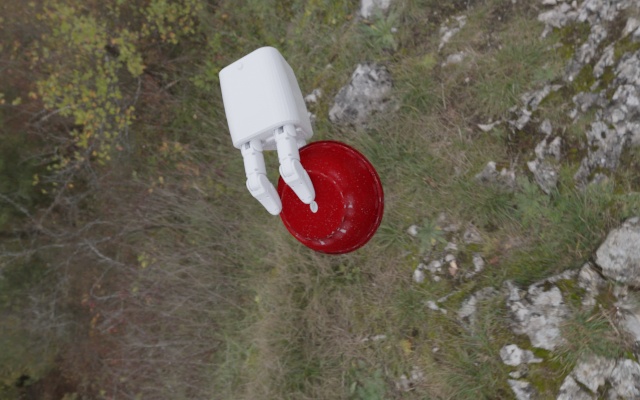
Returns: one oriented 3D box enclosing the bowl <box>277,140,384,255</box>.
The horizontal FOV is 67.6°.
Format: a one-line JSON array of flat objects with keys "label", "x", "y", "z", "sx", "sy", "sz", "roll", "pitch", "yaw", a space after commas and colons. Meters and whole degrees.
[{"label": "bowl", "x": 0.001, "y": 0.003, "z": 0.636, "sx": 0.162, "sy": 0.162, "sz": 0.055, "roll": 0, "pitch": 11, "yaw": 25}]
